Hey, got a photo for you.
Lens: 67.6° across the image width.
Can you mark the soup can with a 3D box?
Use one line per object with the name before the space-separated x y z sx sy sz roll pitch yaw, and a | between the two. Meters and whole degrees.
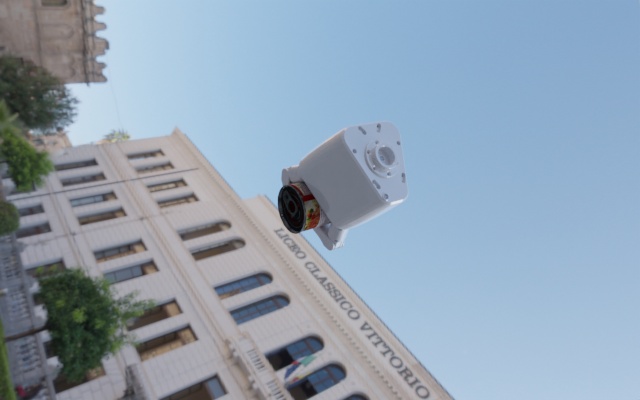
soup can | 0.000 0.002 0.674 0.102 0.068 0.068 -14 8 -34
